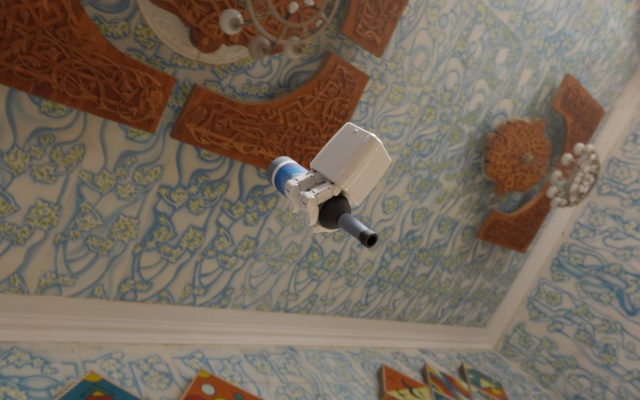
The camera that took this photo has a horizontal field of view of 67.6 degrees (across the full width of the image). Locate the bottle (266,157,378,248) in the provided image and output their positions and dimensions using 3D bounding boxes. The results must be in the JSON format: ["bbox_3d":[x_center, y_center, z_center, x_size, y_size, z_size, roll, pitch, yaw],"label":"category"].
[{"bbox_3d":[0.000,0.003,0.861,0.069,0.069,0.295,0,25,-37],"label":"bottle"}]
